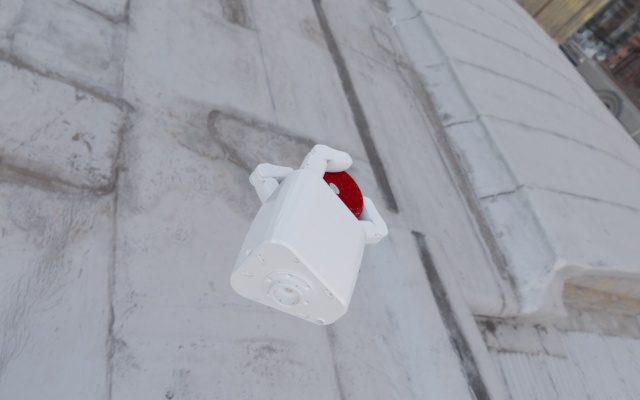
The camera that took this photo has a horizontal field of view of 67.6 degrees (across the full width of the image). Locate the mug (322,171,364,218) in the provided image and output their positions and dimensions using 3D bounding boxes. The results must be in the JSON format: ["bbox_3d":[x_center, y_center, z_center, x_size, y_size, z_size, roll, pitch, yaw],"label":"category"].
[{"bbox_3d":[0.001,0.001,0.573,0.081,0.093,0.117,-46,11,38],"label":"mug"}]
